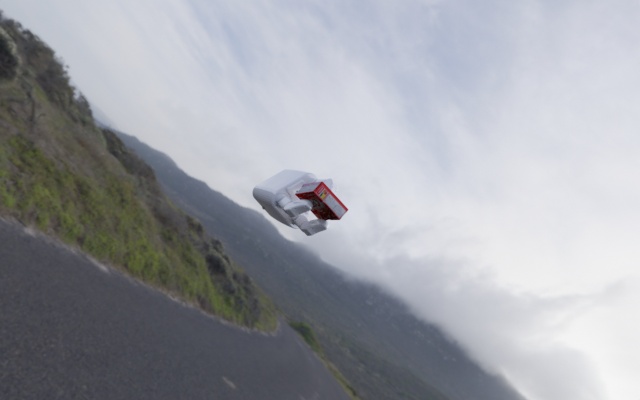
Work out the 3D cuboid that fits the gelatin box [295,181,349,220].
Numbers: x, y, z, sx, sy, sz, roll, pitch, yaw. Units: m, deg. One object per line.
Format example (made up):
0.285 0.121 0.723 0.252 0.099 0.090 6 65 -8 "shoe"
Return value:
0.001 0.003 0.876 0.073 0.030 0.089 47 -21 -16 "gelatin box"
